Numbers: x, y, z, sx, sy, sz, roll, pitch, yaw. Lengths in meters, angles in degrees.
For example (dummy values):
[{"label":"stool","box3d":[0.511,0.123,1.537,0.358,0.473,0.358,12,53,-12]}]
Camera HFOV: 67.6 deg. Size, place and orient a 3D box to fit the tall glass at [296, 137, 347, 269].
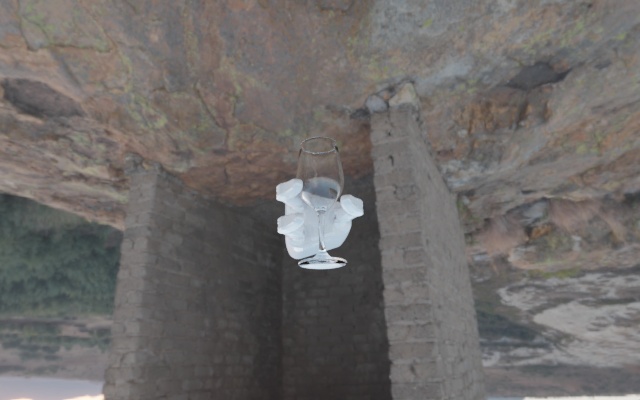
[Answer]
[{"label":"tall glass","box3d":[0.000,0.003,0.754,0.079,0.201,0.079,-2,-20,-1]}]
